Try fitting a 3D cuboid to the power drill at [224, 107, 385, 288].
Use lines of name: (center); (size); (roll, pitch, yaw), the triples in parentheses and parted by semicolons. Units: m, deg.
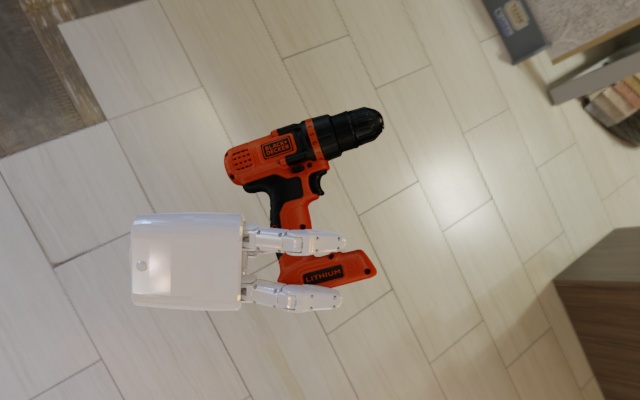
power drill: (0.000, 0.002, 0.524); (0.184, 0.187, 0.057); (-17, -11, 7)
